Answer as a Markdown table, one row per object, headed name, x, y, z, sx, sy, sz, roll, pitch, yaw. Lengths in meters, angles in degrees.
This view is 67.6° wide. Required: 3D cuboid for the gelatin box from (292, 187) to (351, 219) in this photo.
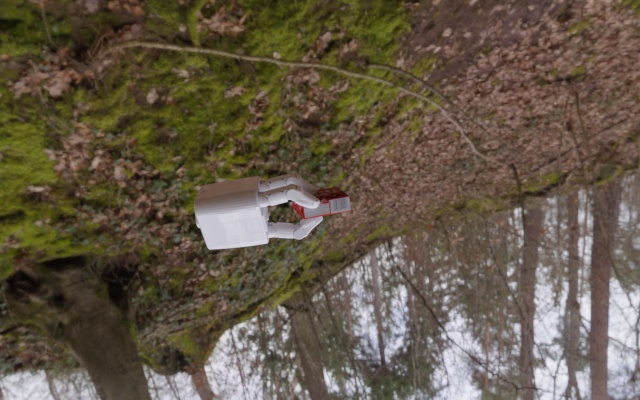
| name | x | y | z | sx | sy | sz | roll | pitch | yaw |
| --- | --- | --- | --- | --- | --- | --- | --- | --- | --- |
| gelatin box | 0.001 | 0.003 | 0.846 | 0.089 | 0.030 | 0.073 | -11 | 17 | -13 |
